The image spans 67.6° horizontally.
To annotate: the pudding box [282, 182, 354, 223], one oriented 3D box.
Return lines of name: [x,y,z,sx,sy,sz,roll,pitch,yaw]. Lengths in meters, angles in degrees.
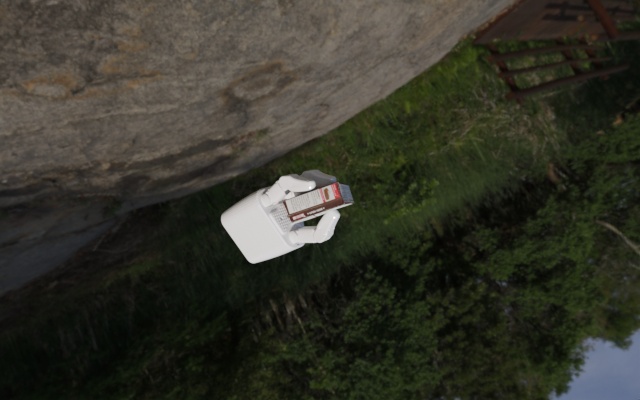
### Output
pudding box: [0.000,0.003,0.746,0.090,0.039,0.113,-20,-2,10]
